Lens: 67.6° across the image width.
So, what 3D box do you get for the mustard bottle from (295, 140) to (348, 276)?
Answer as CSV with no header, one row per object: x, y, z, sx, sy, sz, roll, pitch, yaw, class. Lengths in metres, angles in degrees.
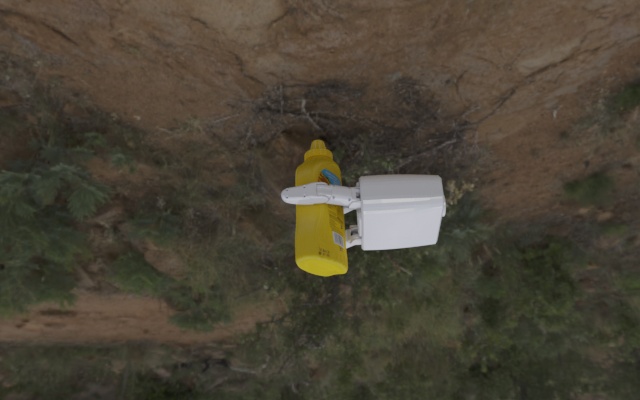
0.000,0.002,0.663,0.058,0.191,0.096,-13,-26,25,mustard bottle
